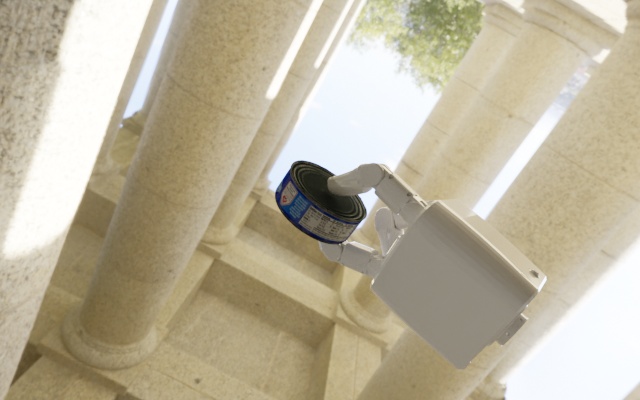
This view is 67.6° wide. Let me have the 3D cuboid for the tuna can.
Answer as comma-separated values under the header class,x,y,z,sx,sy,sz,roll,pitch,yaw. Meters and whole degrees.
class,x,y,z,sx,sy,sz,roll,pitch,yaw
tuna can,0.000,0.002,0.455,0.086,0.034,0.086,30,24,-15
